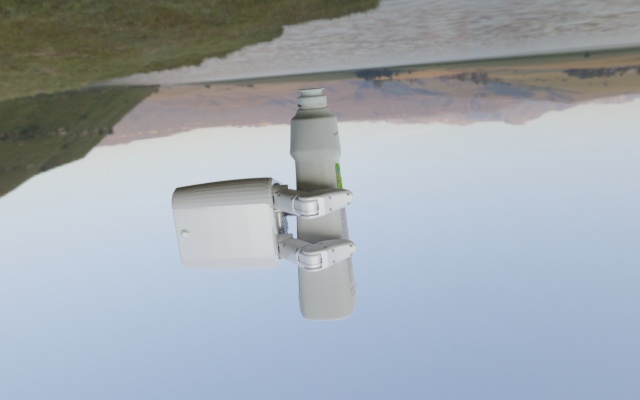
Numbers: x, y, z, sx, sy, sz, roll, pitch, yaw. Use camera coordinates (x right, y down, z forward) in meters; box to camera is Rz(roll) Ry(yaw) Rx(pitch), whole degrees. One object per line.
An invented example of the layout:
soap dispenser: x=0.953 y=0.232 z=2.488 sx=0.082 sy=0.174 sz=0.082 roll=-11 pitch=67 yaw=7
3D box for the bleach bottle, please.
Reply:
bleach bottle: x=0.000 y=0.002 z=0.539 sx=0.068 sy=0.251 sz=0.102 roll=-4 pitch=15 yaw=4
